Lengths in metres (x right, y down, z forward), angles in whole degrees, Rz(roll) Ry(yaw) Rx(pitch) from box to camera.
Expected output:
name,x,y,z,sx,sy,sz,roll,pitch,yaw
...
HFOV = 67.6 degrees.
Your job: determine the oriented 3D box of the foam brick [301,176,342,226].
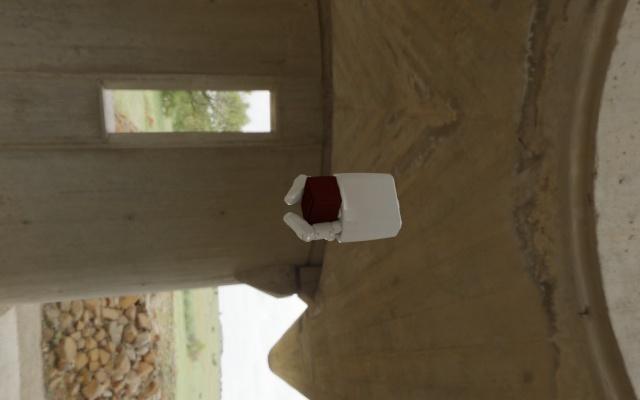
name,x,y,z,sx,sy,sz,roll,pitch,yaw
foam brick,0.000,0.003,0.796,0.051,0.053,0.078,-3,-35,-13
